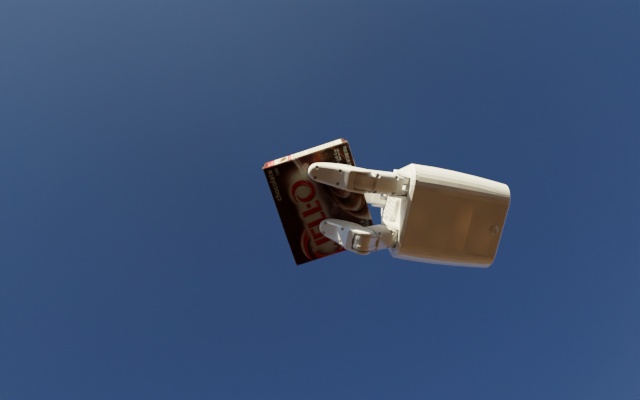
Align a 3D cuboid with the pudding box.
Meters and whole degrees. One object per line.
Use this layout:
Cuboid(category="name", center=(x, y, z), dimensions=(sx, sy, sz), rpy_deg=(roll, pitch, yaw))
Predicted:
Cuboid(category="pudding box", center=(0.000, 0.002, 0.500), dimensions=(0.090, 0.113, 0.039), rpy_deg=(-18, 13, 1))
